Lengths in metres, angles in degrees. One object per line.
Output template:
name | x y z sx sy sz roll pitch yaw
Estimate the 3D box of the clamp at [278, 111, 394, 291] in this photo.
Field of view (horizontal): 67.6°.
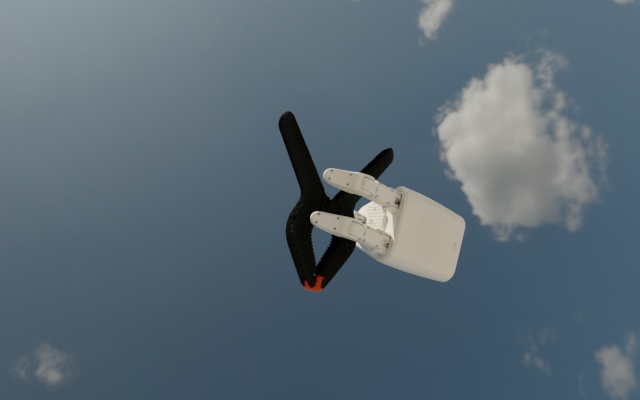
clamp | 0.000 0.003 0.585 0.164 0.210 0.036 23 -14 -24
